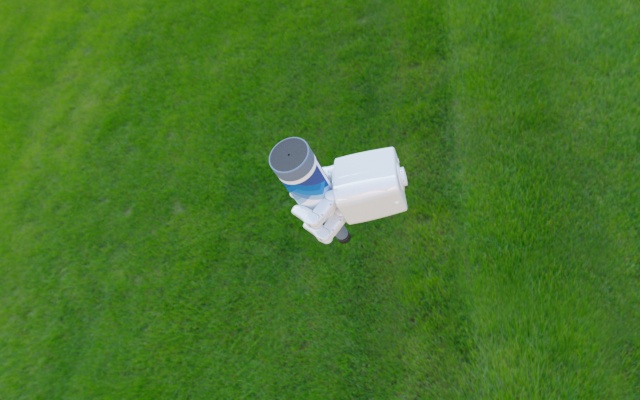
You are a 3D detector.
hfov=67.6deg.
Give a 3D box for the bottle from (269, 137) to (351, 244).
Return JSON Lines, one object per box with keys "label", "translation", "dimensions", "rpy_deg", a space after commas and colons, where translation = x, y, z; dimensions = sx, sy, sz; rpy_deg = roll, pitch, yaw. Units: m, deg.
{"label": "bottle", "translation": [0.000, 0.003, 0.840], "dimensions": [0.069, 0.069, 0.296], "rpy_deg": [0, -29, 22]}
